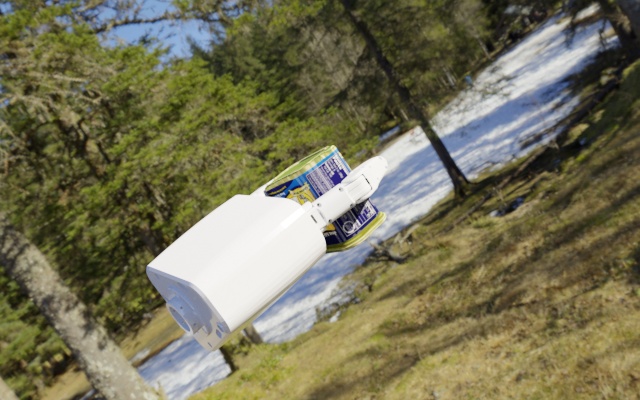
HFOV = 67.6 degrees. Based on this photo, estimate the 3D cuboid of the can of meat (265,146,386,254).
[{"bbox_3d":[0.000,0.001,0.458,0.057,0.084,0.102,-40,10,-29],"label":"can of meat"}]
